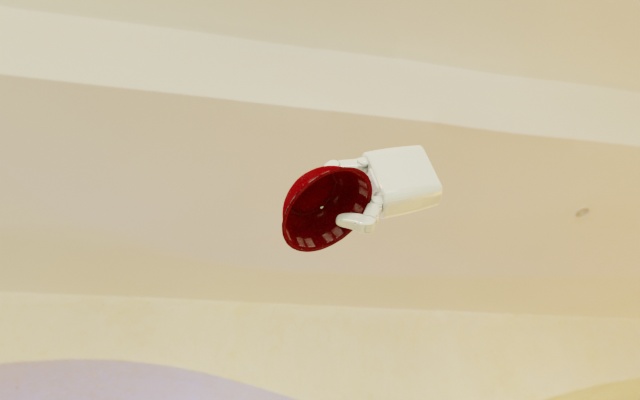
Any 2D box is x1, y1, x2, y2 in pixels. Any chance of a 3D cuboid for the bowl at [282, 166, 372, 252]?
[{"bbox_3d":[-0.001,0.002,0.745,0.162,0.162,0.055,0,36,-39],"label":"bowl"}]
